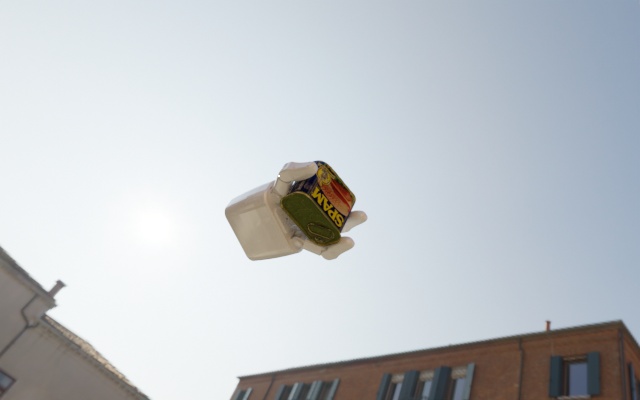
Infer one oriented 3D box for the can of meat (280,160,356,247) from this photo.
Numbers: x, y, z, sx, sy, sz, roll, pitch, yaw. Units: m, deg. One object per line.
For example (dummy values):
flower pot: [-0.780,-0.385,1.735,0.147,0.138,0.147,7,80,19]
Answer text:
can of meat: [0.000,0.002,0.707,0.057,0.102,0.084,-21,28,40]
